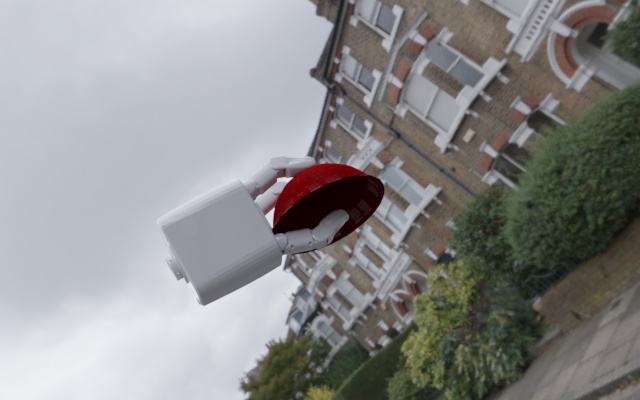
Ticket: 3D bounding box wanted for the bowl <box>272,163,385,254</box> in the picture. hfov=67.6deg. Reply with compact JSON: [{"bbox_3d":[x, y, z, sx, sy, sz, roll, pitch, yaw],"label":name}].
[{"bbox_3d":[0.001,0.001,0.620,0.162,0.055,0.162,-22,-29,-13],"label":"bowl"}]
